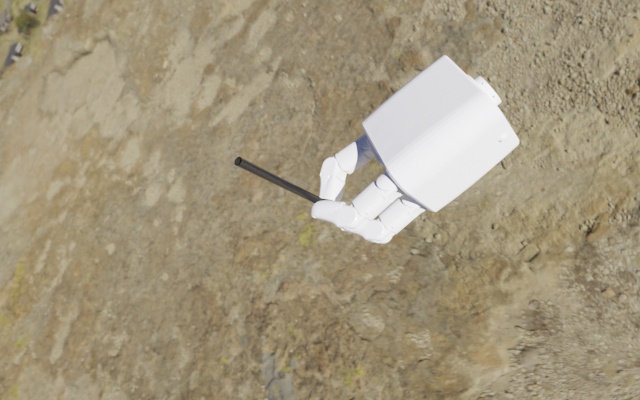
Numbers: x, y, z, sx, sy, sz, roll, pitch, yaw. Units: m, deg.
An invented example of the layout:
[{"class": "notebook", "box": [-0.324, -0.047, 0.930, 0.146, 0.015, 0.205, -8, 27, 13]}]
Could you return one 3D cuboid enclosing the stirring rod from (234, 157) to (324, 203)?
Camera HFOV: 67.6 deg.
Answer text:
[{"class": "stirring rod", "box": [0.000, 0.002, 0.484, 0.011, 0.011, 0.239, 0, -16, 36]}]
